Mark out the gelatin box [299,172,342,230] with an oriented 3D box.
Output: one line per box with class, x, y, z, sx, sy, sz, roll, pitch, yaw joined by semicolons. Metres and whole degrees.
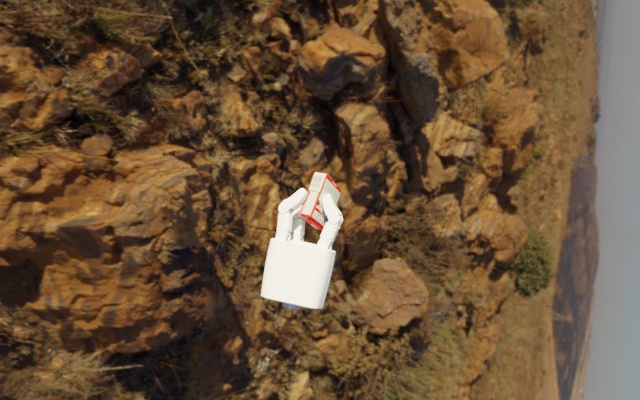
gelatin box;0.001;0.003;0.880;0.030;0.089;0.073;12;-17;30
